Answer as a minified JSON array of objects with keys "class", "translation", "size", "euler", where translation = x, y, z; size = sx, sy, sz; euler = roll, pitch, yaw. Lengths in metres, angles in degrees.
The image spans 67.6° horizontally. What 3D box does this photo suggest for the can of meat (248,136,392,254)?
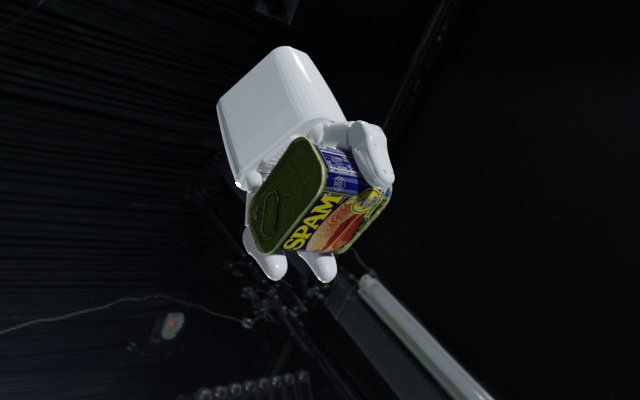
[{"class":"can of meat","translation":[0.000,0.001,0.408],"size":[0.084,0.057,0.102],"euler":[8,-47,-40]}]
